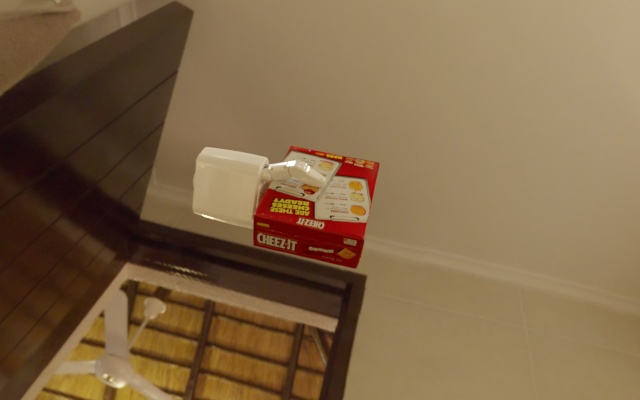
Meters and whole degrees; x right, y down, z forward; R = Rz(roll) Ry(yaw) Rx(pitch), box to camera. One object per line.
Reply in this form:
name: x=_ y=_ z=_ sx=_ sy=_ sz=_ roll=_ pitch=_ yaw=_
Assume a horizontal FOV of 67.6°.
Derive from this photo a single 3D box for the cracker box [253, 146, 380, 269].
cracker box: x=0.000 y=0.002 z=0.774 sx=0.164 sy=0.072 sz=0.213 roll=12 pitch=37 yaw=6
